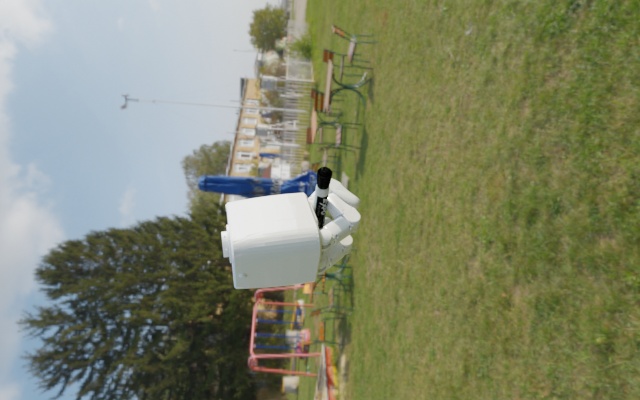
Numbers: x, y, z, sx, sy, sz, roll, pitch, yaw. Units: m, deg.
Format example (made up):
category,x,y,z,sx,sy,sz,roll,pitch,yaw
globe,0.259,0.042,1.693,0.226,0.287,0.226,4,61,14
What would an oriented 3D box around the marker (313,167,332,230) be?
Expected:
category,x,y,z,sx,sy,sz,roll,pitch,yaw
marker,0.000,0.002,0.613,0.020,0.020,0.121,0,-40,-7
